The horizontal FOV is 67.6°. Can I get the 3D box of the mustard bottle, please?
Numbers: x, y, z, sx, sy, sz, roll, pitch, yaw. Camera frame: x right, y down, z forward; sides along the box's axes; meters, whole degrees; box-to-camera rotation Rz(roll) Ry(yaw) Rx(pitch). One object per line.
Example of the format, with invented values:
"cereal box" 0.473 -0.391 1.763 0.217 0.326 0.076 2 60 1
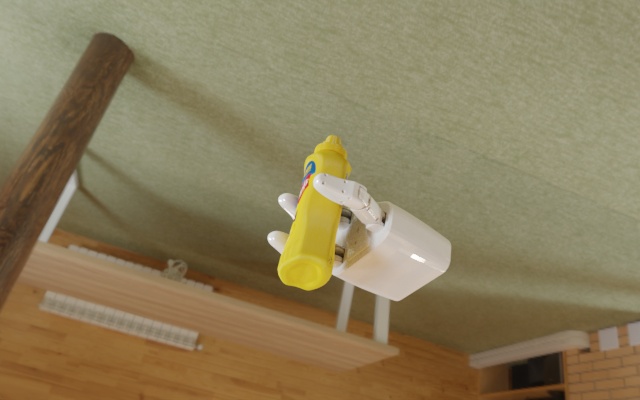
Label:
"mustard bottle" 0.000 0.002 0.563 0.058 0.191 0.096 15 -31 -4
